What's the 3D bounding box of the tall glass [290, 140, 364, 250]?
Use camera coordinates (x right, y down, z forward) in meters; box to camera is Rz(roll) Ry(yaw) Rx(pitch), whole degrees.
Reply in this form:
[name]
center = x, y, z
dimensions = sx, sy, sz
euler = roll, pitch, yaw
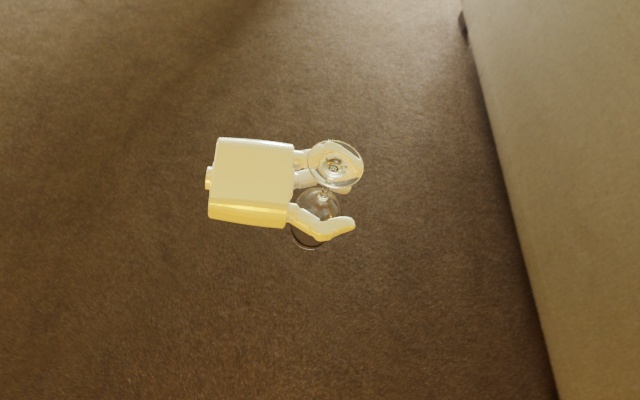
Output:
[tall glass]
center = 0.000, 0.002, 0.693
dimensions = 0.079, 0.079, 0.201
euler = 0, -30, -12
